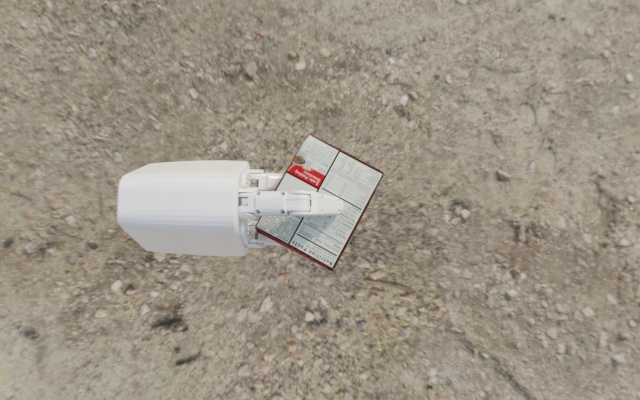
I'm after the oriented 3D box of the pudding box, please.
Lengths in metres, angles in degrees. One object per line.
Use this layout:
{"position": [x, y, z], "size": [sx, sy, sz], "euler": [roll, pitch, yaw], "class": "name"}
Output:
{"position": [0.000, 0.002, 0.480], "size": [0.090, 0.113, 0.039], "euler": [29, -4, 2], "class": "pudding box"}
